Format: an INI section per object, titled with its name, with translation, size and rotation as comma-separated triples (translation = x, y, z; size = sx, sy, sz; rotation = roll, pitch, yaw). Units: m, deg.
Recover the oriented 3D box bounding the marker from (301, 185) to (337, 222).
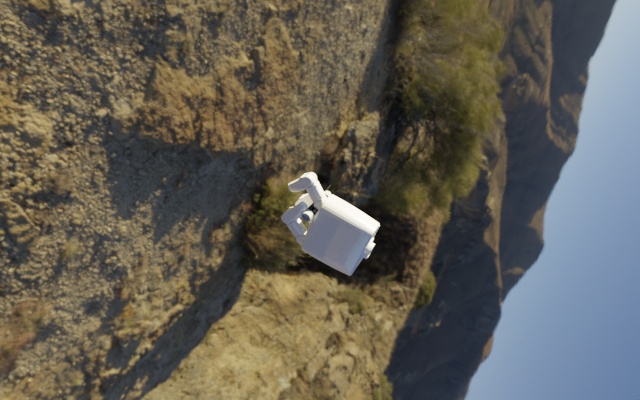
[marker]
translation = 0.000, 0.003, 0.897
size = 0.020, 0.020, 0.121
rotation = 0, 28, 30
